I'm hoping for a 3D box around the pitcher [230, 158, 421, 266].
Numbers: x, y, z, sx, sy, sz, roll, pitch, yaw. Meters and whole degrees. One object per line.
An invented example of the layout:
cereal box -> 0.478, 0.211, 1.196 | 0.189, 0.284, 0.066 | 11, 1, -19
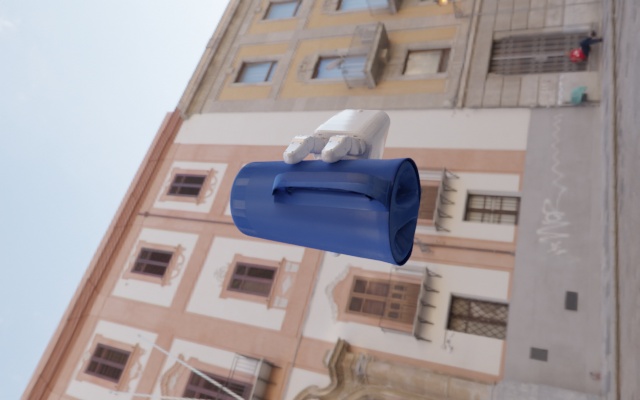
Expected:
pitcher -> 0.000, 0.002, 0.628 | 0.243, 0.149, 0.145 | 4, 30, 26
